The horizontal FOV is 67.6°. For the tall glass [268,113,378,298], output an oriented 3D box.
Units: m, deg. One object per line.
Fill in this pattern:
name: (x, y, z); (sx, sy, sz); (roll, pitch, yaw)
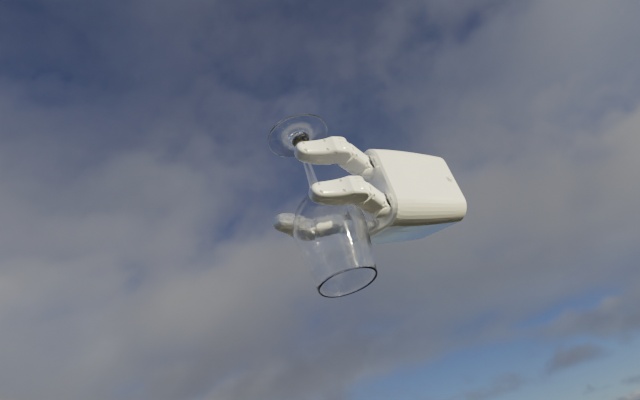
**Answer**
tall glass: (0.000, 0.001, 0.522); (0.079, 0.201, 0.079); (-13, -33, -9)
